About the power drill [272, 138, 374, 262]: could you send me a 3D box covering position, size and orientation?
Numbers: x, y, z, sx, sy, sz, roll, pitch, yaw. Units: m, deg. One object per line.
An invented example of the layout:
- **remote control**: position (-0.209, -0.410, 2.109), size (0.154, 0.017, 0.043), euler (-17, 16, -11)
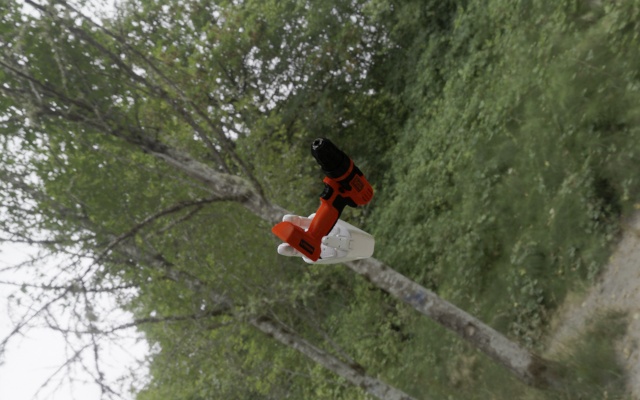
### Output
- **power drill**: position (0.000, 0.003, 0.845), size (0.057, 0.187, 0.184), euler (33, -8, 46)
